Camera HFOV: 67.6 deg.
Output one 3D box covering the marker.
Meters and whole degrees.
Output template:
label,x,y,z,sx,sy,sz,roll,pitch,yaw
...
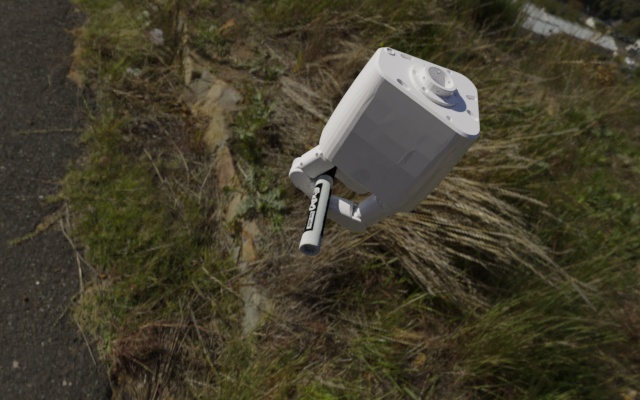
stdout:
label,x,y,z,sx,sy,sz,roll,pitch,yaw
marker,0.000,0.002,0.472,0.020,0.121,0.020,7,-43,7
